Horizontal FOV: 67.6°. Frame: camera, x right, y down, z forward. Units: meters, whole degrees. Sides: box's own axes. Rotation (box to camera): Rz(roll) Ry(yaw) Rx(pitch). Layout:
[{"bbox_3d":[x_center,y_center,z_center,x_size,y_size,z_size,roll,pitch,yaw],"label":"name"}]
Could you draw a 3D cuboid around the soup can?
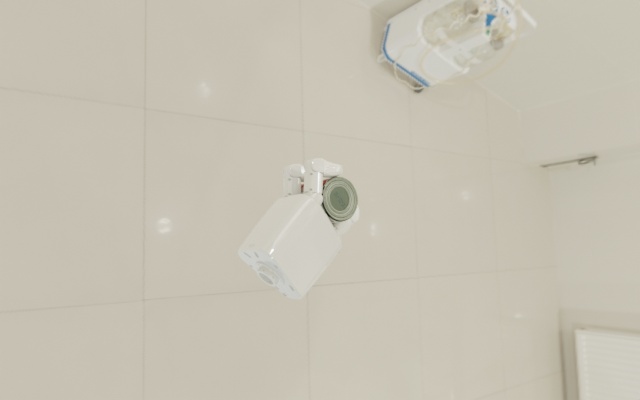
[{"bbox_3d":[0.001,0.002,0.733,0.068,0.068,0.102,0,-6,-36],"label":"soup can"}]
